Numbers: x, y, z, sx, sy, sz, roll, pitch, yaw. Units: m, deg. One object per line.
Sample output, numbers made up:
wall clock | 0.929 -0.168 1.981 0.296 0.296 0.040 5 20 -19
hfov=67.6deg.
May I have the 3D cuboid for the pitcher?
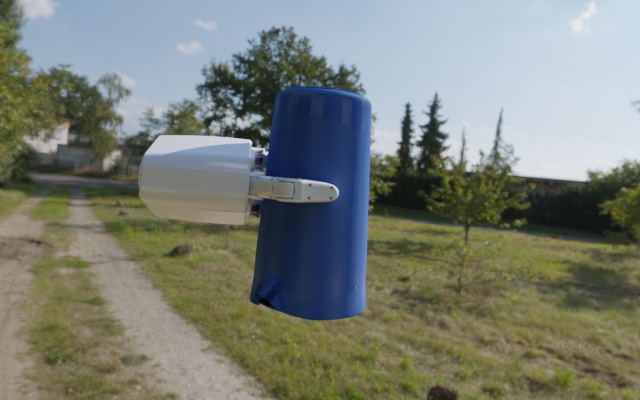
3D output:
pitcher | 0.000 0.002 0.548 0.145 0.243 0.149 4 5 -9
